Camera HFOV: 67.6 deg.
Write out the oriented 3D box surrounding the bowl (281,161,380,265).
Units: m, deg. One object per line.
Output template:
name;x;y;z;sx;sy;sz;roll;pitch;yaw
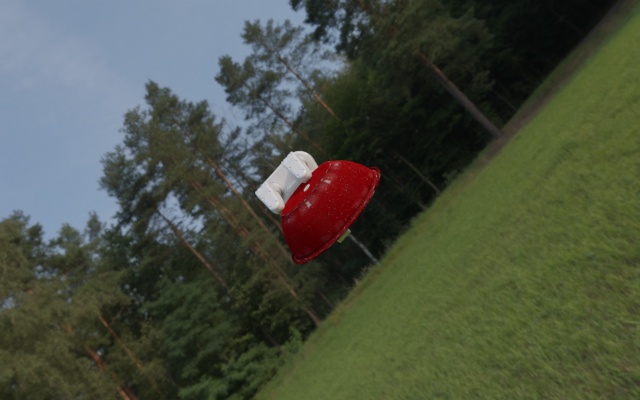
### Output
bowl;0.000;0.002;0.608;0.055;0.162;0.162;42;-12;-14
